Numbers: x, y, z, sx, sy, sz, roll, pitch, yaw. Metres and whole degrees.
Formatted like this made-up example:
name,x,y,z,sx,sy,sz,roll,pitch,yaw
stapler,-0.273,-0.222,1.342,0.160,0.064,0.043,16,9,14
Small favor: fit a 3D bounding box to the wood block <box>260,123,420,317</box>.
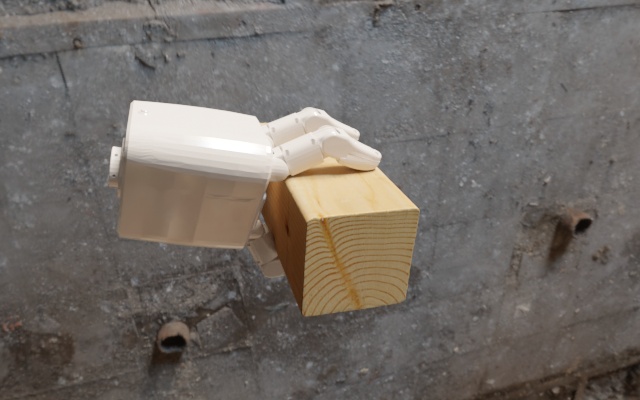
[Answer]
name,x,y,z,sx,sy,sz,roll,pitch,yaw
wood block,0.000,0.002,0.445,0.090,0.091,0.206,-5,29,-16
